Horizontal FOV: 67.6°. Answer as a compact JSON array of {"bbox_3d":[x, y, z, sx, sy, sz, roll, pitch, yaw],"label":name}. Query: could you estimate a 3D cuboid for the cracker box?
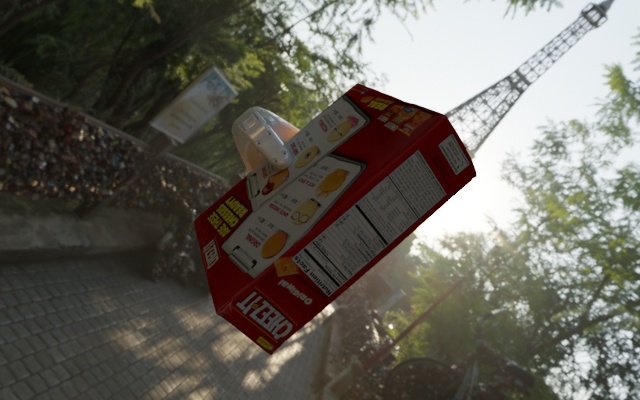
[{"bbox_3d":[0.000,0.001,0.414,0.213,0.072,0.164,-41,29,-1],"label":"cracker box"}]
